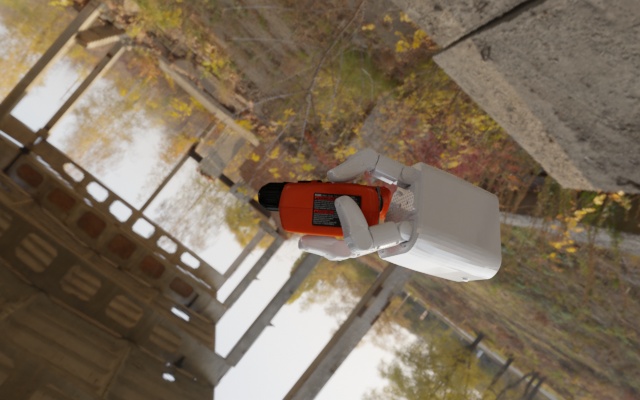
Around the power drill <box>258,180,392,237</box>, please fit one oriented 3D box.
[{"bbox_3d":[0.000,0.002,0.587,0.184,0.057,0.187,1,5,4],"label":"power drill"}]
